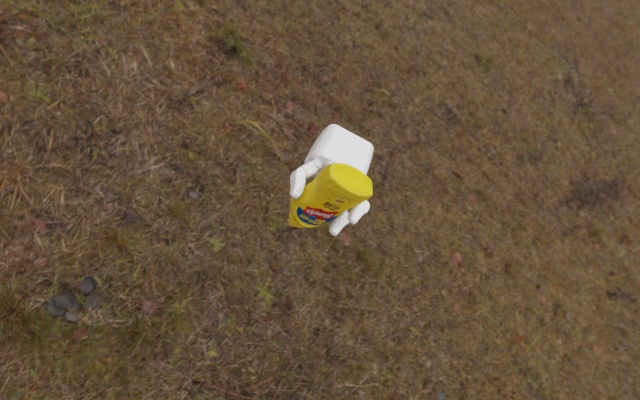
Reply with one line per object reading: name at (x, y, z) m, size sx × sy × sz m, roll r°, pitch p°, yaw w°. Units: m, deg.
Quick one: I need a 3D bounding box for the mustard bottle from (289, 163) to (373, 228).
mustard bottle at (0.000, 0.003, 0.878) m, size 0.096 × 0.058 × 0.192 m, roll 20°, pitch -36°, yaw -31°
